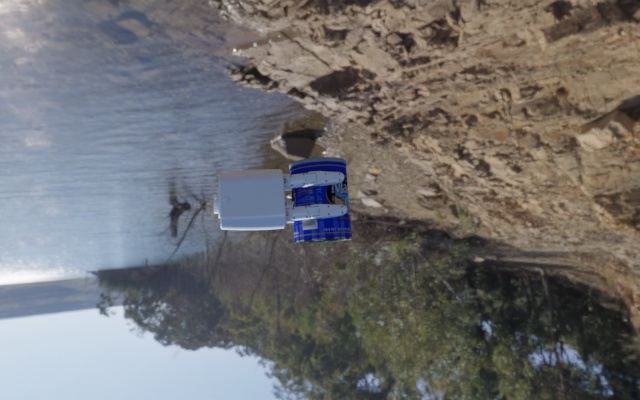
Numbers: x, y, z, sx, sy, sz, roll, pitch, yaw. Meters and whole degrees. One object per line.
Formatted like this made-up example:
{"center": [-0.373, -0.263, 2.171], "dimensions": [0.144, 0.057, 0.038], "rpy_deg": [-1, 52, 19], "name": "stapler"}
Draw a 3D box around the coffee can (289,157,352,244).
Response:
{"center": [0.000, 0.003, 0.844], "dimensions": [0.103, 0.140, 0.103], "rpy_deg": [-4, -7, -1], "name": "coffee can"}
